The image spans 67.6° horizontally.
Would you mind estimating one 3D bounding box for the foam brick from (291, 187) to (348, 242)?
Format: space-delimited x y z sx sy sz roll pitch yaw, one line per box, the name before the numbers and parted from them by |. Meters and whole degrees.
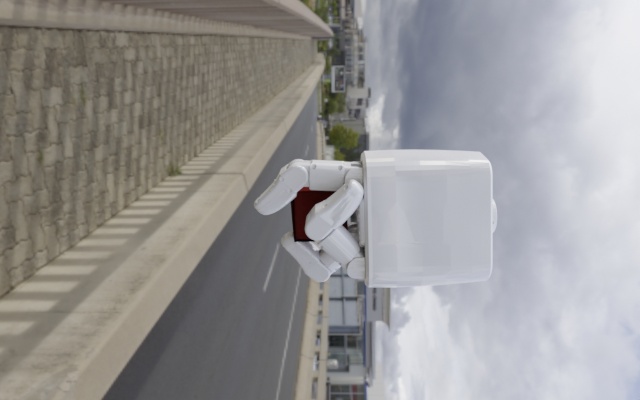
foam brick | 0.000 0.001 0.470 0.051 0.053 0.078 -3 22 2
